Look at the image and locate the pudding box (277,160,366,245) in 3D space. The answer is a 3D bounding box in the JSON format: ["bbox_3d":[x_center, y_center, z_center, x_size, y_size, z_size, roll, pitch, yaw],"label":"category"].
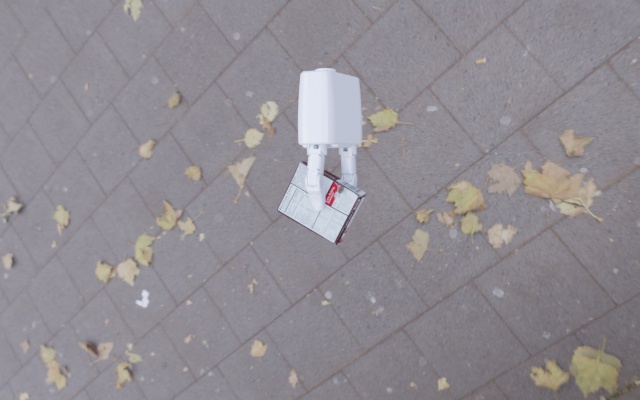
[{"bbox_3d":[0.000,0.002,0.741,0.113,0.090,0.039,30,15,15],"label":"pudding box"}]
